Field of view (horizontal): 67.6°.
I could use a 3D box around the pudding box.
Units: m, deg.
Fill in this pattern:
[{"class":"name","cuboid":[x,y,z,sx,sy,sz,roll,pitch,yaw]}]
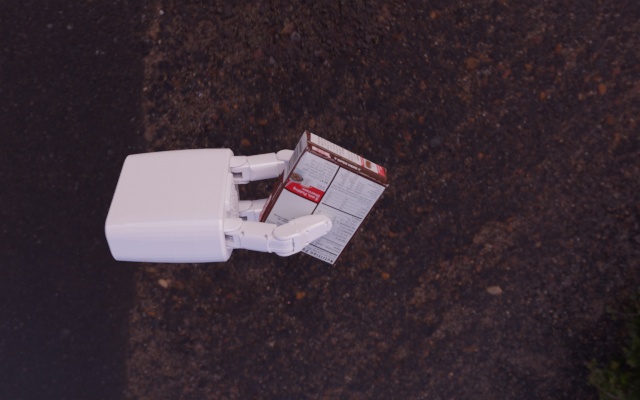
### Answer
[{"class":"pudding box","cuboid":[0.000,0.002,0.469,0.090,0.113,0.039,23,31,-15]}]
